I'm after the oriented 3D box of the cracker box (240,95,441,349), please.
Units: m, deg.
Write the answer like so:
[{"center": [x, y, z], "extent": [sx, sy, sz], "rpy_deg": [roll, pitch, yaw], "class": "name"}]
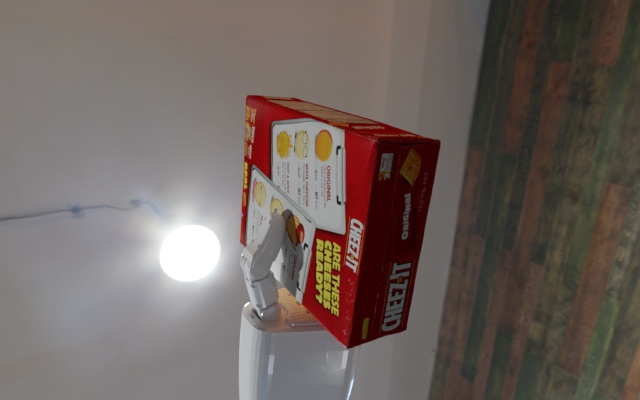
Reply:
[{"center": [0.000, 0.001, 0.435], "extent": [0.072, 0.164, 0.213], "rpy_deg": [-6, 21, -32], "class": "cracker box"}]
